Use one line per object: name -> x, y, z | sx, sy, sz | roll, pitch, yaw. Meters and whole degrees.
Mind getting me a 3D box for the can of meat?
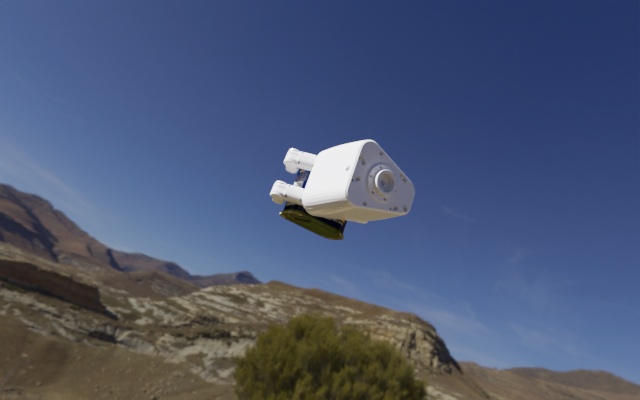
can of meat -> 0.000, 0.002, 0.731 | 0.102, 0.084, 0.057 | 27, -18, -24
